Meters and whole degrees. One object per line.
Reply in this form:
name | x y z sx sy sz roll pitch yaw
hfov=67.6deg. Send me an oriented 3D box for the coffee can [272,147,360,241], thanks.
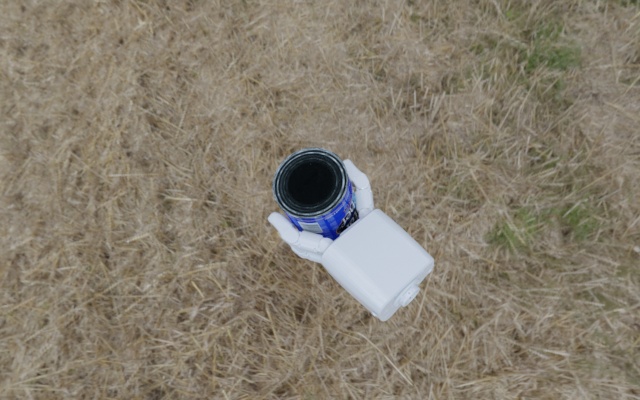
coffee can | 0.000 0.002 0.684 0.103 0.102 0.140 0 -22 13
